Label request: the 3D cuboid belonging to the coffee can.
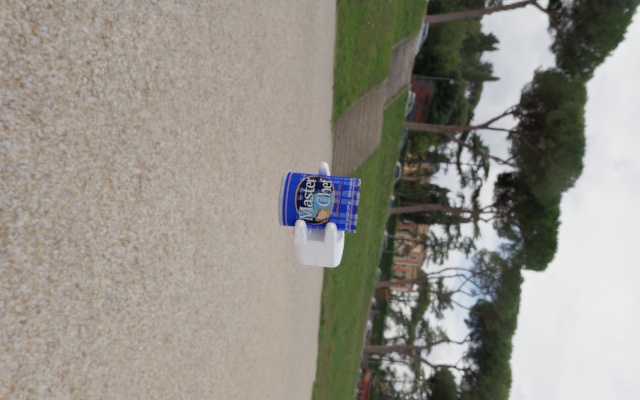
[{"bbox_3d":[0.000,0.003,0.881,0.140,0.103,0.103,5,0,4],"label":"coffee can"}]
